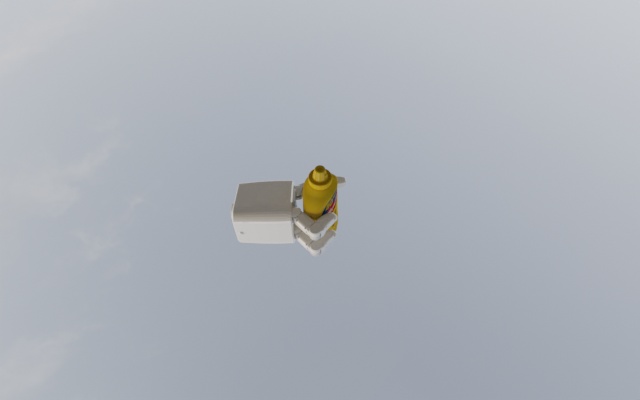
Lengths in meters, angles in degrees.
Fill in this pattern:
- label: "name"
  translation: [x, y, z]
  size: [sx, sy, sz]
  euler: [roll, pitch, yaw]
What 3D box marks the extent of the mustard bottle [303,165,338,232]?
- label: "mustard bottle"
  translation: [0.000, 0.003, 0.874]
  size: [0.058, 0.096, 0.192]
  euler: [19, -33, 15]
